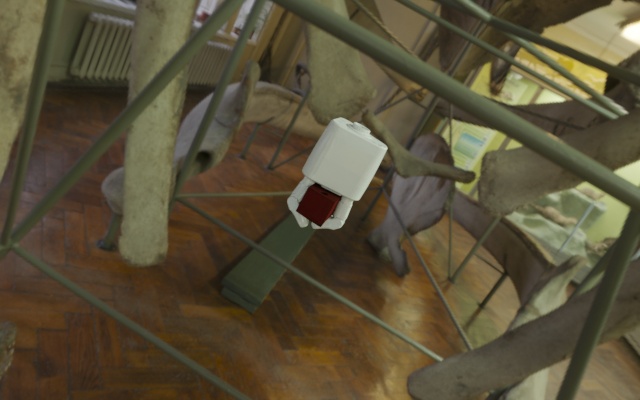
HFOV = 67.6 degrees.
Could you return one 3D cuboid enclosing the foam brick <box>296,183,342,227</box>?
[{"bbox_3d":[0.000,0.003,0.829,0.053,0.051,0.078,32,19,6],"label":"foam brick"}]
